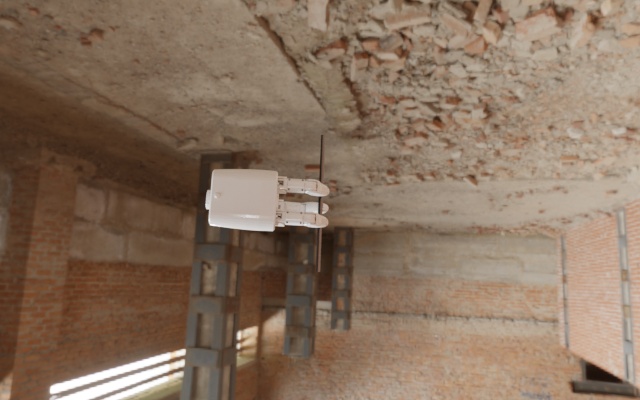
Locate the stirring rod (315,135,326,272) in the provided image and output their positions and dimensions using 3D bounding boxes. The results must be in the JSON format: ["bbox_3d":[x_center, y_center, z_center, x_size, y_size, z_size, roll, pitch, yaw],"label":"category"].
[{"bbox_3d":[0.000,0.003,0.830,0.011,0.239,0.011,2,-9,0],"label":"stirring rod"}]
